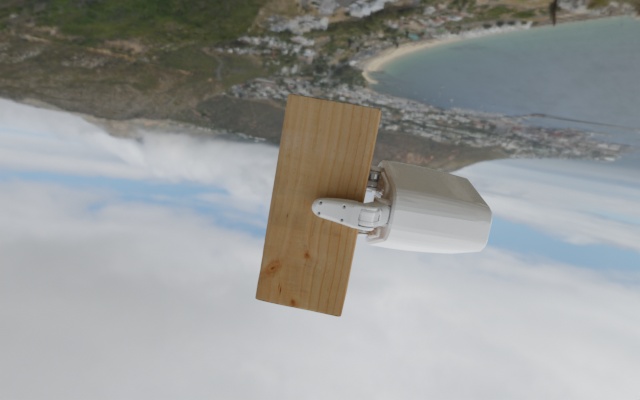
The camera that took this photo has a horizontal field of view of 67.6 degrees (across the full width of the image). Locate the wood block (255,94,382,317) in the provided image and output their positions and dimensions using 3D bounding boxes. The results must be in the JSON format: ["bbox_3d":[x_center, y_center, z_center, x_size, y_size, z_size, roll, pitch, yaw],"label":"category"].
[{"bbox_3d":[0.000,0.002,0.501,0.090,0.206,0.091,11,8,6],"label":"wood block"}]
